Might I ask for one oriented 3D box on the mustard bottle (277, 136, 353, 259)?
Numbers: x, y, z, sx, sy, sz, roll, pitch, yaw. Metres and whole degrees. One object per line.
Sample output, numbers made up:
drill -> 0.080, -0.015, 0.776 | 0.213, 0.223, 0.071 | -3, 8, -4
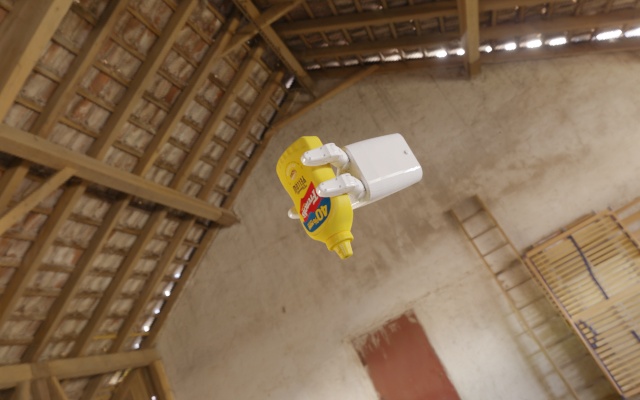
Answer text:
mustard bottle -> 0.000, 0.002, 0.735 | 0.058, 0.191, 0.096 | -7, -28, -43
